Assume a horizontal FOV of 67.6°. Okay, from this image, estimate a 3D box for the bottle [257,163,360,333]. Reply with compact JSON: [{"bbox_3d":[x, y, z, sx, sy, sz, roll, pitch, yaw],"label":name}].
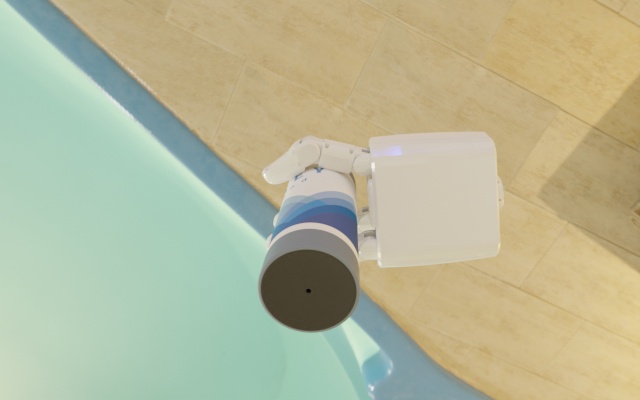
[{"bbox_3d":[0.000,0.002,0.441,0.069,0.069,0.295,0,23,3],"label":"bottle"}]
